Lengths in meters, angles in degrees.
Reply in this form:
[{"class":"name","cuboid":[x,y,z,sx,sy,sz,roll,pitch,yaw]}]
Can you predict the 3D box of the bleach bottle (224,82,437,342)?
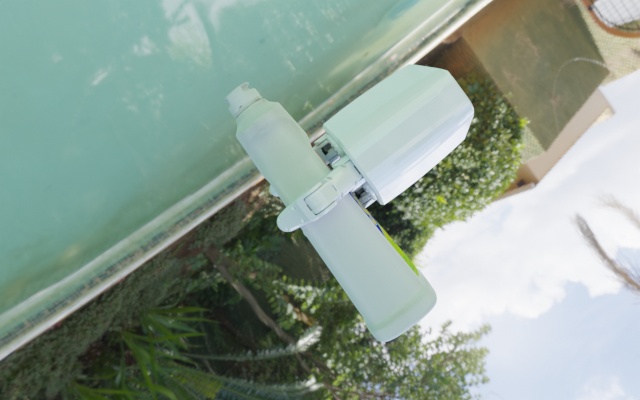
[{"class":"bleach bottle","cuboid":[0.000,0.001,0.433,0.068,0.251,0.102,-37,4,4]}]
